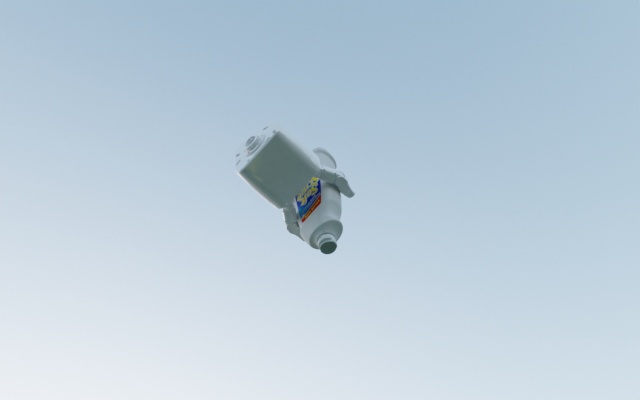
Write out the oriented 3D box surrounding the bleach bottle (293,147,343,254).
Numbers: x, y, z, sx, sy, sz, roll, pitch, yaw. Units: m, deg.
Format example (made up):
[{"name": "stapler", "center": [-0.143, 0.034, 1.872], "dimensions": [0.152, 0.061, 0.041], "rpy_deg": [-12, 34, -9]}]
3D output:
[{"name": "bleach bottle", "center": [0.000, 0.003, 0.878], "dimensions": [0.068, 0.102, 0.250], "rpy_deg": [42, 18, -31]}]
